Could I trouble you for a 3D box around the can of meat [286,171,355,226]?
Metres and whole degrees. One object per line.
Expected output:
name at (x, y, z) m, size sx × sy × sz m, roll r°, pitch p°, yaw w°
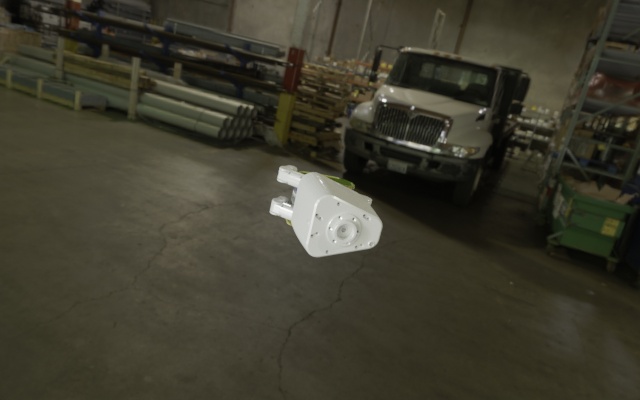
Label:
can of meat at (0.000, 0.002, 0.797) m, size 0.102 × 0.084 × 0.057 m, roll 10°, pitch 16°, yaw -13°
